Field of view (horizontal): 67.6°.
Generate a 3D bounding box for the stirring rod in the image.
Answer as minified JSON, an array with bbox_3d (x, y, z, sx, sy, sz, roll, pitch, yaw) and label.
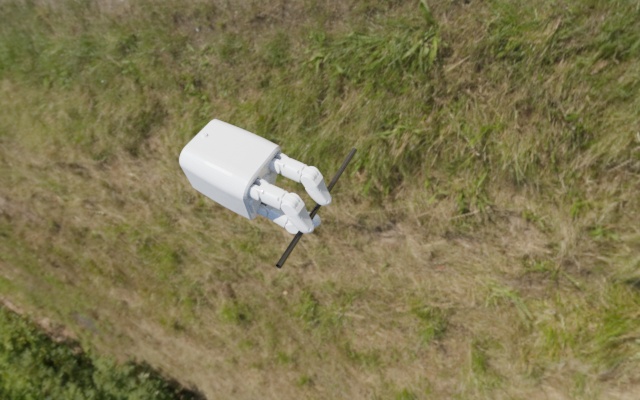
[{"bbox_3d":[0.000,0.002,0.672,0.011,0.011,0.239,0,42,37],"label":"stirring rod"}]
